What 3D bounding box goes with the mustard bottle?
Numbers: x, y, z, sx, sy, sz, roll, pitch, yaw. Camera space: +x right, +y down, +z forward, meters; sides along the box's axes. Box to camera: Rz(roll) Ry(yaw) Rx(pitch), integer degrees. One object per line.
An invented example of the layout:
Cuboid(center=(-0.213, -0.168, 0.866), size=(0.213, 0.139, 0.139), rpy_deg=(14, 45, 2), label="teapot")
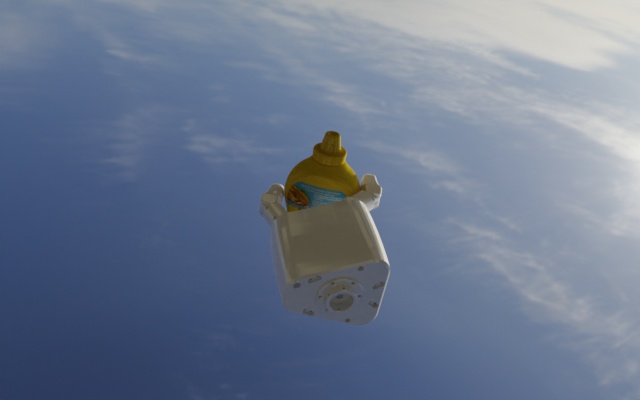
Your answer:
Cuboid(center=(0.000, 0.002, 0.612), size=(0.096, 0.192, 0.058), rpy_deg=(15, 32, 7), label="mustard bottle")
